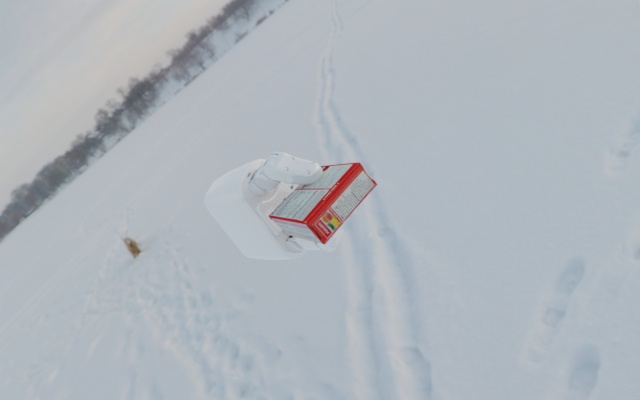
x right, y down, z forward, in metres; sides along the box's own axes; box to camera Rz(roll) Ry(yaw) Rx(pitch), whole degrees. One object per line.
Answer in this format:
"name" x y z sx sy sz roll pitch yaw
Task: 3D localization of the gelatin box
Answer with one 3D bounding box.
"gelatin box" 0.000 0.001 0.438 0.073 0.030 0.089 -48 20 -18
